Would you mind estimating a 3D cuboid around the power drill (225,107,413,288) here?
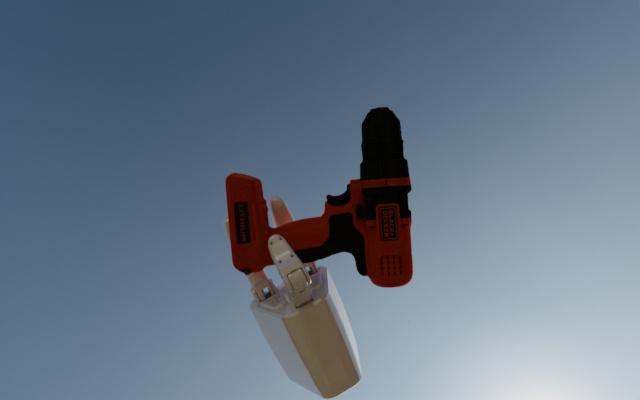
[{"bbox_3d":[0.000,0.002,0.494,0.187,0.184,0.057,-4,-2,7],"label":"power drill"}]
